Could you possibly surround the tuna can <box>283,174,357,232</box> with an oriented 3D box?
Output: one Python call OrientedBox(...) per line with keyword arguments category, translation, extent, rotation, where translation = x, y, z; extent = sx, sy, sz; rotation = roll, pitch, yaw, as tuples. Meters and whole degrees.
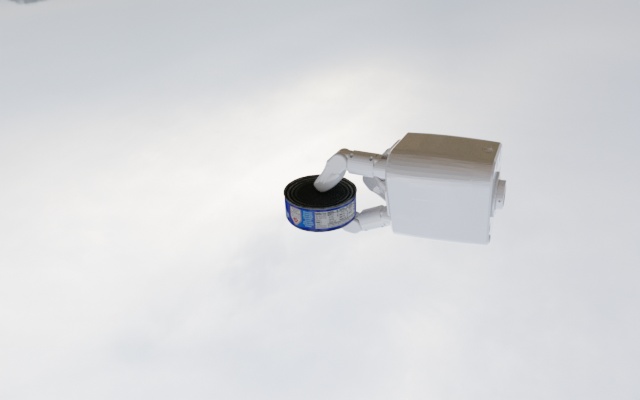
OrientedBox(category="tuna can", translation=(0.000, 0.002, 0.562), extent=(0.086, 0.034, 0.086), rotation=(-2, 29, 1))
